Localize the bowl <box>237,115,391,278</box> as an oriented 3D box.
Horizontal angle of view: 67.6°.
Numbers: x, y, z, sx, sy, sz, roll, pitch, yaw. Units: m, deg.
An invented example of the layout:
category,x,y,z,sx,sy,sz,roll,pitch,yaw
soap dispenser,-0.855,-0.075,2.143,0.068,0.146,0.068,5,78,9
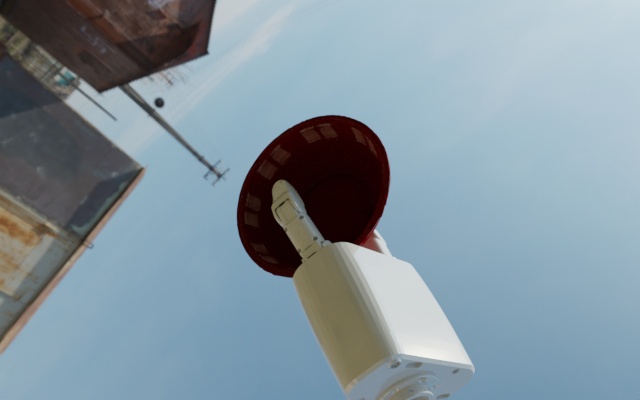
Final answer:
category,x,y,z,sx,sy,sz,roll,pitch,yaw
bowl,0.000,0.001,0.457,0.162,0.162,0.055,0,-22,32
